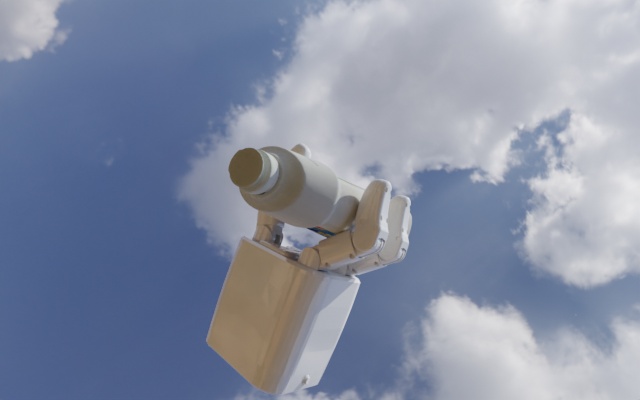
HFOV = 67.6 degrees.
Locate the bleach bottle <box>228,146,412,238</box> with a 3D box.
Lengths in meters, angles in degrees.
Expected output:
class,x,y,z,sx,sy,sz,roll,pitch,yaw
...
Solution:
class,x,y,z,sx,sy,sz,roll,pitch,yaw
bleach bottle,0.000,0.001,0.433,0.102,0.068,0.251,19,-3,30
